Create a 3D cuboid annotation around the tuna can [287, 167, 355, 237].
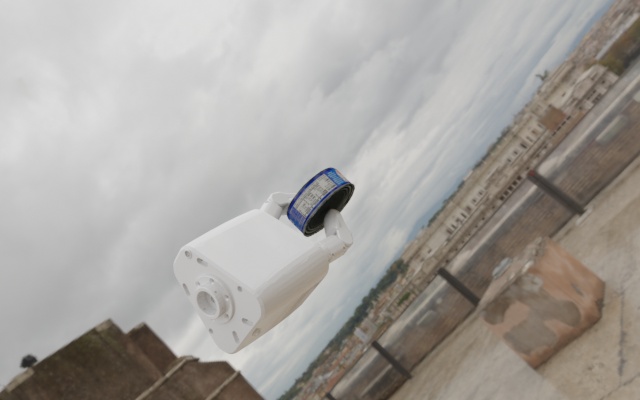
[{"bbox_3d":[0.000,0.001,0.577,0.033,0.086,0.086,44,15,17],"label":"tuna can"}]
